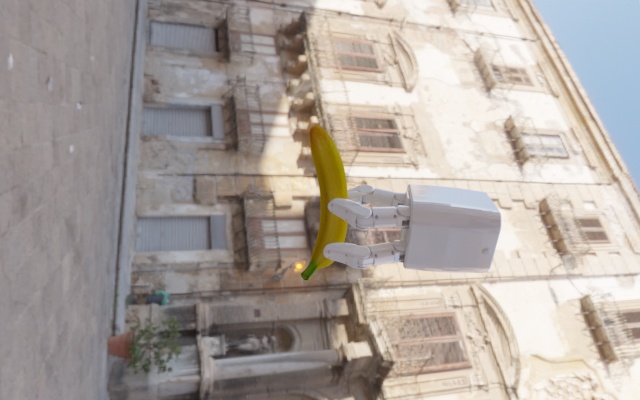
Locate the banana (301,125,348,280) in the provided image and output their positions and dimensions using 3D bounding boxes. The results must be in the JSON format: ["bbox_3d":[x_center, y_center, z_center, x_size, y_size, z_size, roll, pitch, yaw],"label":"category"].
[{"bbox_3d":[0.010,0.003,0.616,0.037,0.198,0.069,8,12,31],"label":"banana"}]
